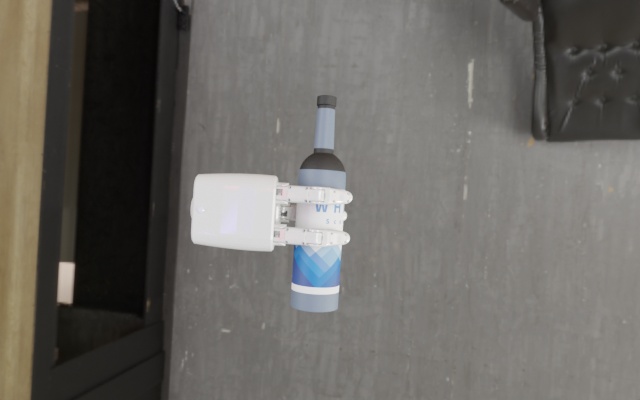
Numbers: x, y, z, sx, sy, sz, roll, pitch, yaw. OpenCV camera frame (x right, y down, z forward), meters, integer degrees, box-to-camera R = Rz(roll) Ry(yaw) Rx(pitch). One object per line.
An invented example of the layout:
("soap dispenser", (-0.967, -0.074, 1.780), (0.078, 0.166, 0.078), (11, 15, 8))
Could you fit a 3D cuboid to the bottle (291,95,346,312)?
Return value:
("bottle", (0.000, 0.002, 0.668), (0.069, 0.295, 0.069), (4, 0, 0))
